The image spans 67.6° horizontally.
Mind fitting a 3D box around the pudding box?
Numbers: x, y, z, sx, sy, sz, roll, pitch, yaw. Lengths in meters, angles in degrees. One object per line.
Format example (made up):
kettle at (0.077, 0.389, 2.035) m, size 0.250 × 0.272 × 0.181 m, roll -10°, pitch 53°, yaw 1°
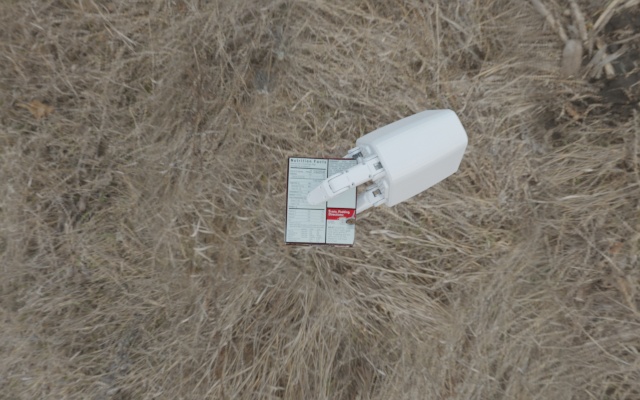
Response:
pudding box at (0.000, 0.002, 0.603) m, size 0.090 × 0.113 × 0.039 m, roll 2°, pitch -6°, yaw -2°
